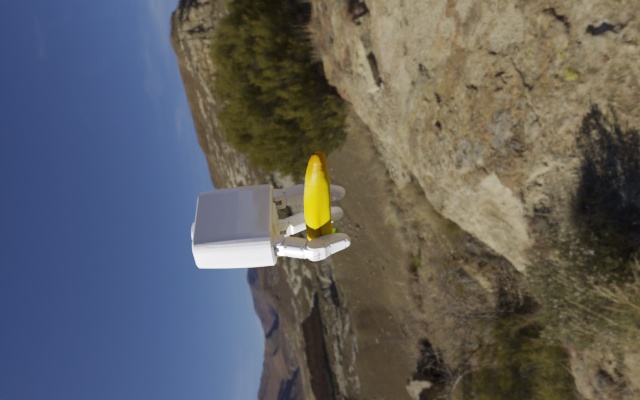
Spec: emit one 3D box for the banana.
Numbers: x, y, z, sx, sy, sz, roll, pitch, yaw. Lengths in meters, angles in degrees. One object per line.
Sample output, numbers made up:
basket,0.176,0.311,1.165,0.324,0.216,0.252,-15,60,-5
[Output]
banana,-0.001,0.019,0.648,0.037,0.069,0.198,0,-34,7
